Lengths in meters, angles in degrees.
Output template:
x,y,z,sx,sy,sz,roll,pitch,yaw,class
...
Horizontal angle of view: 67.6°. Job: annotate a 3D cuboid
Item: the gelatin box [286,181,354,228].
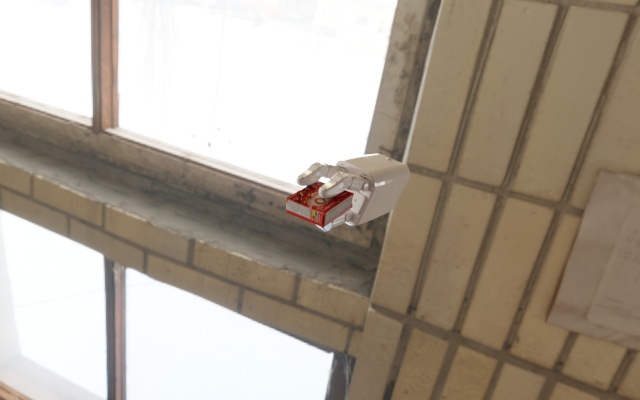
x,y,z,sx,sy,sz,roll,pitch,yaw,class
0.000,0.003,0.759,0.073,0.030,0.089,21,33,28,gelatin box
